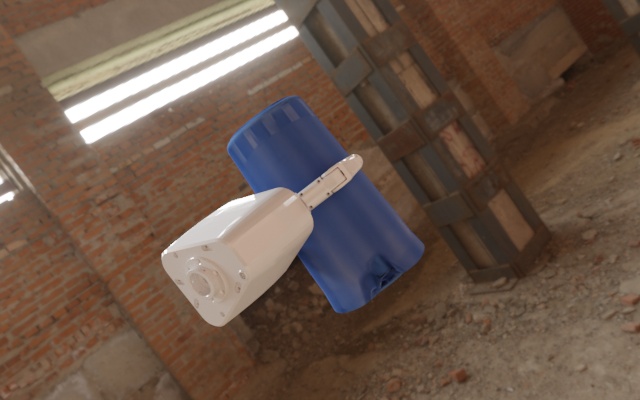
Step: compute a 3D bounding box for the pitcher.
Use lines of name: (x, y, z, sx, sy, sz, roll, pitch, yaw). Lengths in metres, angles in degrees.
pitcher: (0.000, 0.002, 0.579, 0.149, 0.243, 0.145, -34, 5, 40)
